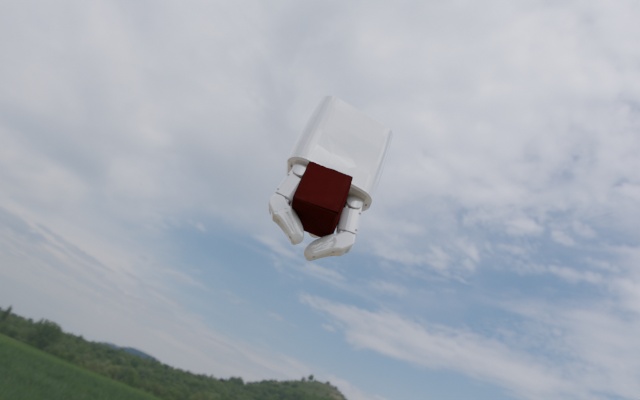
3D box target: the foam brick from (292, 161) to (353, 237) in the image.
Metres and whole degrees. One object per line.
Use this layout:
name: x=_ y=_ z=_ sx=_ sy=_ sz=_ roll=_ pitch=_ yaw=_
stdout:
foam brick: x=0.000 y=0.002 z=0.543 sx=0.053 sy=0.051 sz=0.078 roll=21 pitch=-26 yaw=5
